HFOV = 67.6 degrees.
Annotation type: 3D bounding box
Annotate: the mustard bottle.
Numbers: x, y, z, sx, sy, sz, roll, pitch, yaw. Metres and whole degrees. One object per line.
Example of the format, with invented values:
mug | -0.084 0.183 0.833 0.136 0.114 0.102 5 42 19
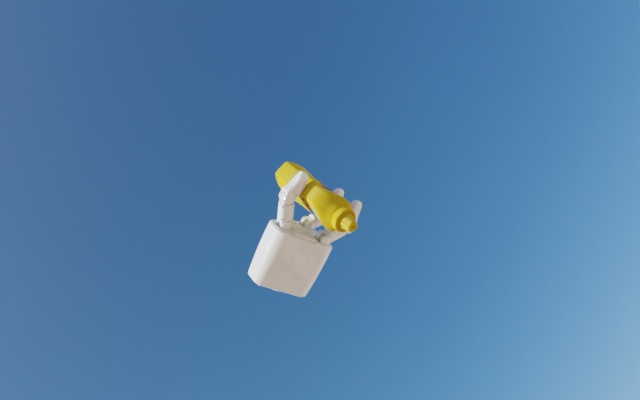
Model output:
mustard bottle | 0.000 0.002 0.816 0.191 0.058 0.096 39 -7 48
